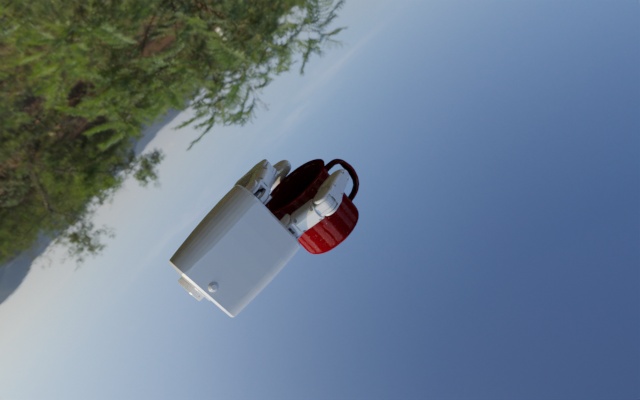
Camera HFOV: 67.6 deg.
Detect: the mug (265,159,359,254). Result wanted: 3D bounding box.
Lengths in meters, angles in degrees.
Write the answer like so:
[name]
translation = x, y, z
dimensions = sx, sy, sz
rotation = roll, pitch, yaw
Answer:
[mug]
translation = 0.001, 0.001, 0.579
dimensions = 0.081, 0.117, 0.093
rotation = 49, -15, -21
